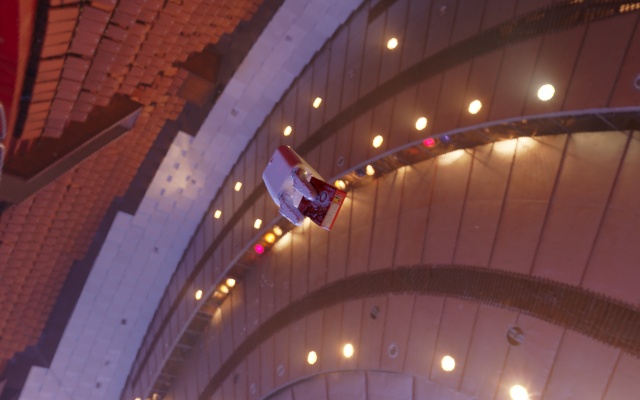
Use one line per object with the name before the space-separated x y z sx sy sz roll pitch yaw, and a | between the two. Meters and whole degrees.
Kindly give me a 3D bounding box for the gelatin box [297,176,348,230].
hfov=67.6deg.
gelatin box | 0.001 0.003 0.860 0.030 0.073 0.089 22 5 -37
